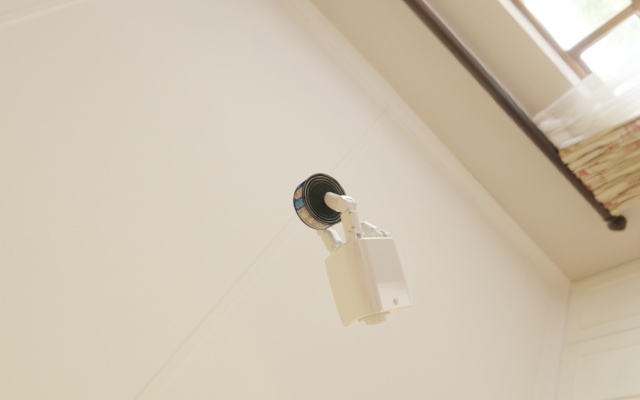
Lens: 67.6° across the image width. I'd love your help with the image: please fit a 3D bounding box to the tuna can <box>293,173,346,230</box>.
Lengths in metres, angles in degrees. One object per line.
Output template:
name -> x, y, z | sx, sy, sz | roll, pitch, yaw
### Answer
tuna can -> 0.000, 0.003, 0.750 | 0.086, 0.086, 0.034 | 0, -21, -37
